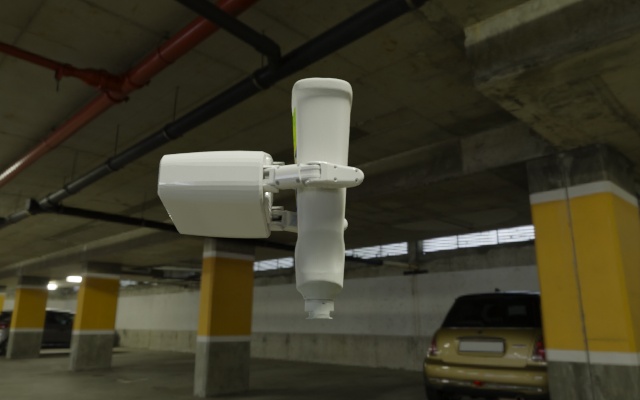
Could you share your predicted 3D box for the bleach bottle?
[{"bbox_3d":[0.000,0.002,0.527,0.068,0.250,0.102,1,-14,-1],"label":"bleach bottle"}]
